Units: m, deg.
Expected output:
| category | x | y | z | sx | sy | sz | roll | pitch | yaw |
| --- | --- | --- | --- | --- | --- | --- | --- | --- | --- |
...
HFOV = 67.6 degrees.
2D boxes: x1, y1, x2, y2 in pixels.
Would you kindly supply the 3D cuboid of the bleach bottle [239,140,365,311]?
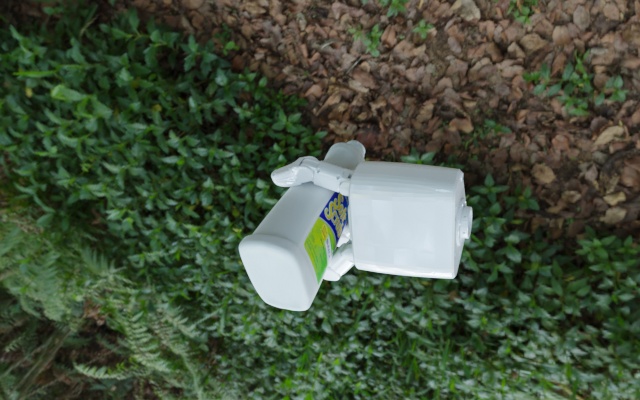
| category | x | y | z | sx | sy | sz | roll | pitch | yaw |
| --- | --- | --- | --- | --- | --- | --- | --- | --- | --- |
| bleach bottle | 0.000 | 0.002 | 0.561 | 0.068 | 0.103 | 0.250 | 5 | 41 | 24 |
